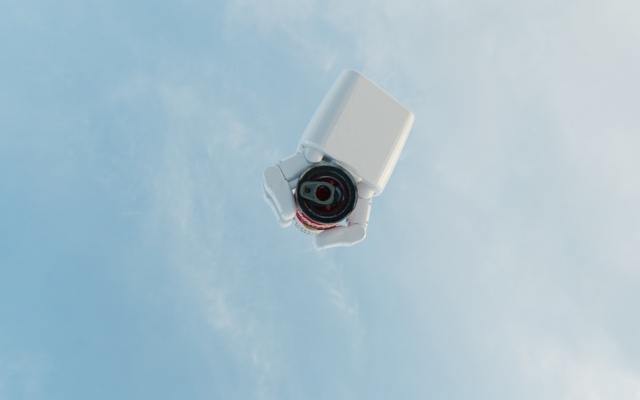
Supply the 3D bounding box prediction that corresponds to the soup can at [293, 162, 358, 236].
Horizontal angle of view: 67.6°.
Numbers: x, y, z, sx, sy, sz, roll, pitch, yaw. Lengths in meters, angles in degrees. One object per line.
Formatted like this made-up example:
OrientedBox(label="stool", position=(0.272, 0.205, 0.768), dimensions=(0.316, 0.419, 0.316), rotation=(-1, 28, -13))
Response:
OrientedBox(label="soup can", position=(0.000, 0.002, 0.556), dimensions=(0.068, 0.068, 0.102), rotation=(0, -12, -8))
